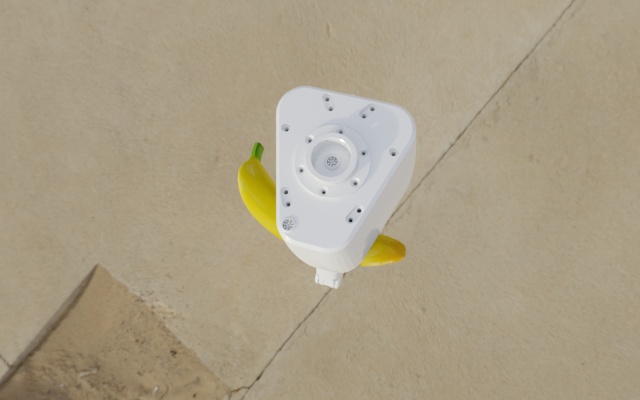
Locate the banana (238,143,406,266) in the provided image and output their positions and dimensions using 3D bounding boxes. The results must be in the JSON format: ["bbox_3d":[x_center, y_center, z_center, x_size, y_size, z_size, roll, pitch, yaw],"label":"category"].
[{"bbox_3d":[-0.015,0.013,0.458,0.197,0.069,0.037,37,-16,19],"label":"banana"}]
